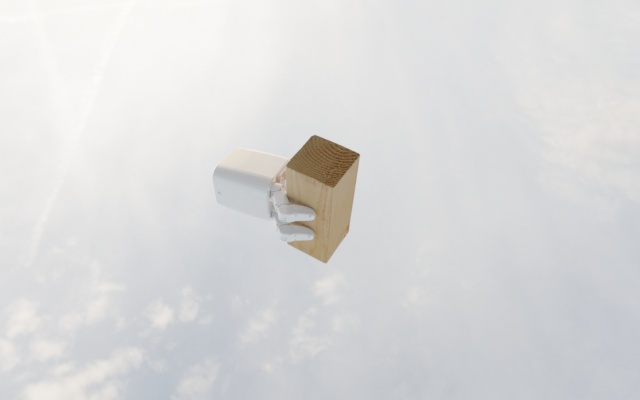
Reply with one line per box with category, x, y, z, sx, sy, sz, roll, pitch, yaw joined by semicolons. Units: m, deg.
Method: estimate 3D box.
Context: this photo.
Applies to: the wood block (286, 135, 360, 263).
wood block;0.000;0.002;0.824;0.090;0.090;0.206;25;-37;17
